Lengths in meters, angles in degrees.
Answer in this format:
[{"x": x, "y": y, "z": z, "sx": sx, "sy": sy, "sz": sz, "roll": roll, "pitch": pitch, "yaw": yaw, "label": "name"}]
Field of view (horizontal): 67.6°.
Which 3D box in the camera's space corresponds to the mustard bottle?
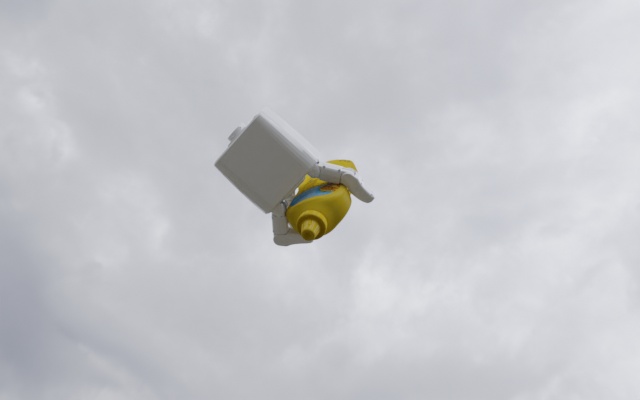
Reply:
[{"x": 0.000, "y": 0.002, "z": 0.701, "sx": 0.096, "sy": 0.058, "sz": 0.191, "roll": -17, "pitch": 21, "yaw": 19, "label": "mustard bottle"}]
